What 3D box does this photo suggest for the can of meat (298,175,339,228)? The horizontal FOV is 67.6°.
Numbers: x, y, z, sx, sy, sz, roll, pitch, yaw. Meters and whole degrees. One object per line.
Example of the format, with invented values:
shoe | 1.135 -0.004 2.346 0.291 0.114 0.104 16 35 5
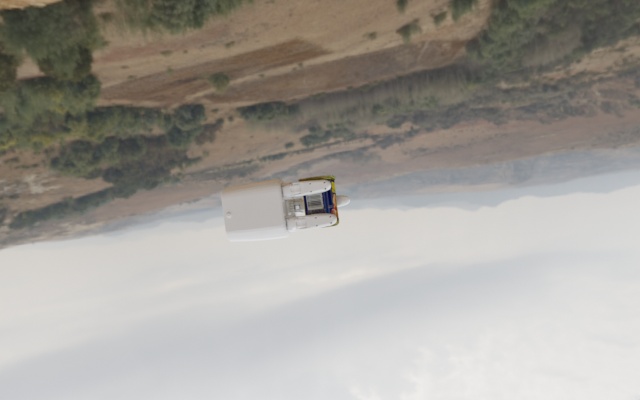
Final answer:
can of meat | 0.000 0.003 0.815 0.057 0.084 0.102 -7 0 6
